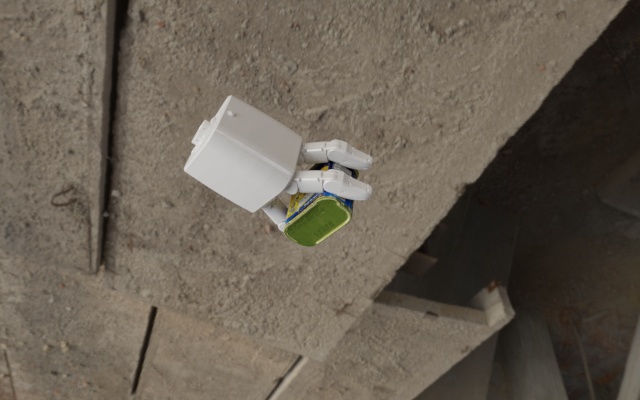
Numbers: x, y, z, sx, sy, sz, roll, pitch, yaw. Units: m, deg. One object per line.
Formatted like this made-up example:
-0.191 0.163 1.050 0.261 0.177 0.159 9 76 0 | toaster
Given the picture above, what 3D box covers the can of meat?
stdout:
0.000 0.002 0.621 0.057 0.084 0.102 34 -51 -22 | can of meat
